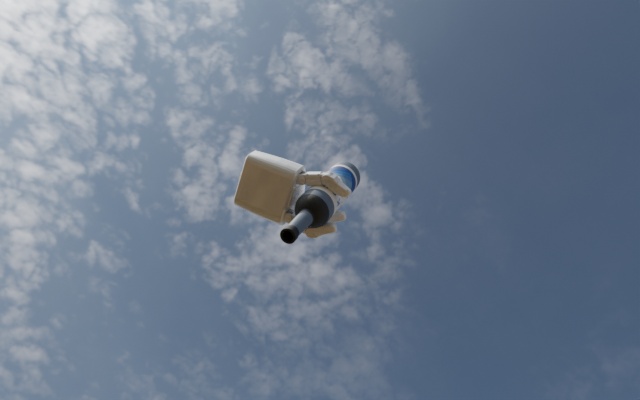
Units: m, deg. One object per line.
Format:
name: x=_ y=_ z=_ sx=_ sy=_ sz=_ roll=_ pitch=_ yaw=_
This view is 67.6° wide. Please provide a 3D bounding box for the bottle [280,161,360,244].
bottle: x=0.000 y=0.003 z=0.877 sx=0.069 sy=0.069 sz=0.295 roll=0 pitch=21 yaw=22
